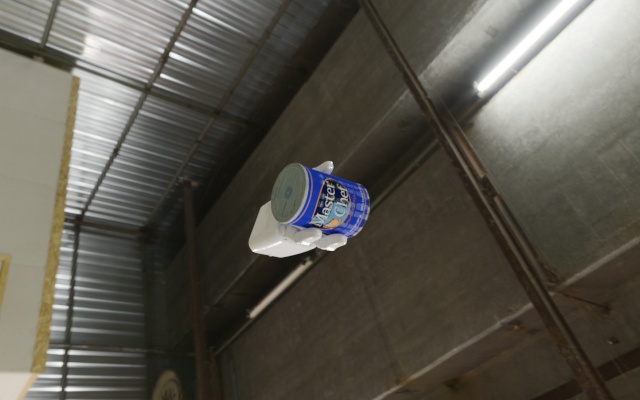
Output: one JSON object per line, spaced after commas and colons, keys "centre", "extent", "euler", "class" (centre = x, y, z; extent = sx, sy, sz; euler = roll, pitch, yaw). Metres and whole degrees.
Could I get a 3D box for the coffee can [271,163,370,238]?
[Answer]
{"centre": [0.000, 0.003, 0.828], "extent": [0.140, 0.103, 0.103], "euler": [16, -9, -35], "class": "coffee can"}
